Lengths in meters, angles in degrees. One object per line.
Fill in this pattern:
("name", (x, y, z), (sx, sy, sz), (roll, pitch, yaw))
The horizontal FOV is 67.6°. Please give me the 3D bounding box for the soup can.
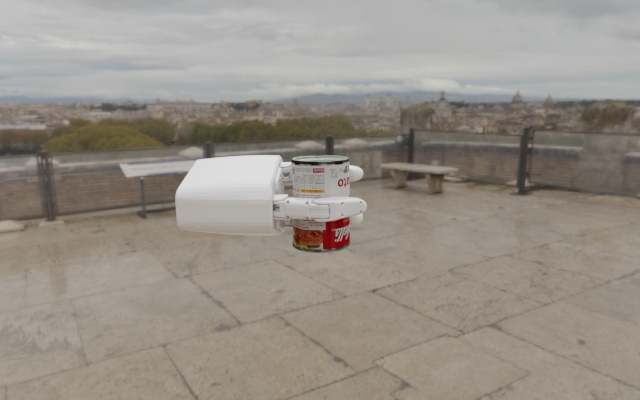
("soup can", (0.001, 0.002, 0.551), (0.068, 0.102, 0.068), (-1, 11, 0))
